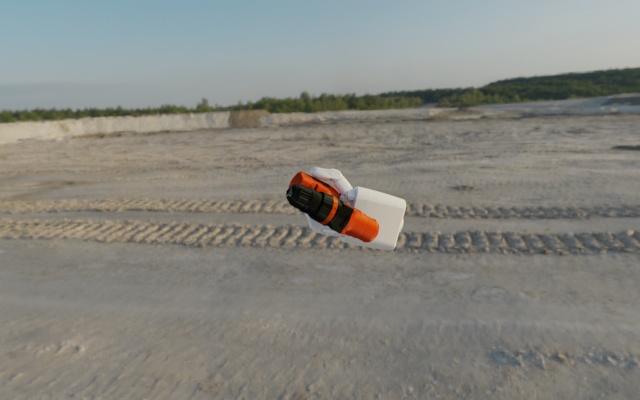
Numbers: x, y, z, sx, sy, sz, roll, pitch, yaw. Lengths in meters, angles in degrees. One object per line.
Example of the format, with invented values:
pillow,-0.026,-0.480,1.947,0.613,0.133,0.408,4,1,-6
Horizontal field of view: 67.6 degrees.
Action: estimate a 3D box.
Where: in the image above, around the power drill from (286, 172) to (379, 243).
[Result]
power drill,0.000,0.003,0.877,0.184,0.057,0.187,28,7,-25
